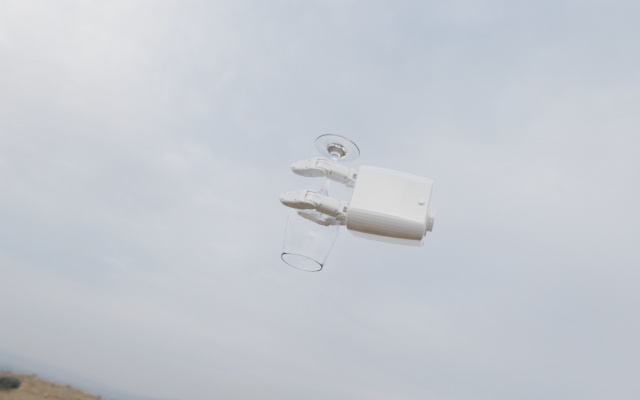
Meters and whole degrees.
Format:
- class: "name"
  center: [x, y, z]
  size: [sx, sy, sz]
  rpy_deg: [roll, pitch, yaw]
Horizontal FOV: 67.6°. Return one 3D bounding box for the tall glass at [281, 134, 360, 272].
- class: "tall glass"
  center: [0.000, 0.002, 0.715]
  size: [0.079, 0.201, 0.079]
  rpy_deg: [14, -26, 7]
